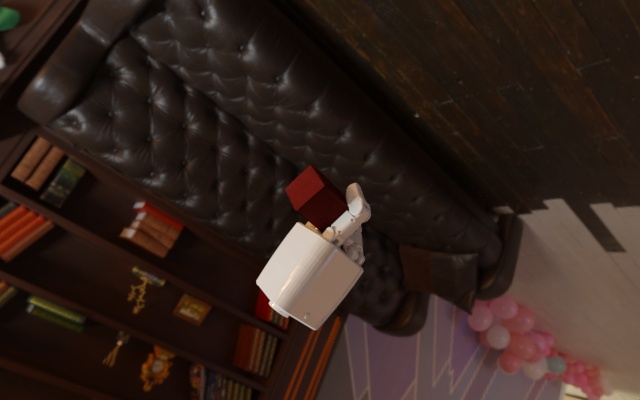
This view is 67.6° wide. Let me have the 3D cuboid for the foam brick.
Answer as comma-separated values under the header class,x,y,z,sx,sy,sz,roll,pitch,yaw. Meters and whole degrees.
class,x,y,z,sx,sy,sz,roll,pitch,yaw
foam brick,0.000,0.002,0.634,0.078,0.051,0.053,42,12,-40
